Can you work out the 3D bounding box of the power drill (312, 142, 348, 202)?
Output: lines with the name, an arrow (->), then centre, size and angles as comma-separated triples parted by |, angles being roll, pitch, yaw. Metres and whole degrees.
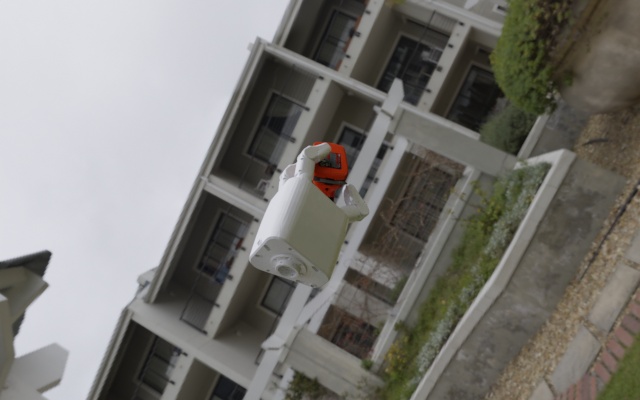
power drill -> 0.000, 0.002, 0.793 | 0.057, 0.188, 0.184 | 6, 32, -6
